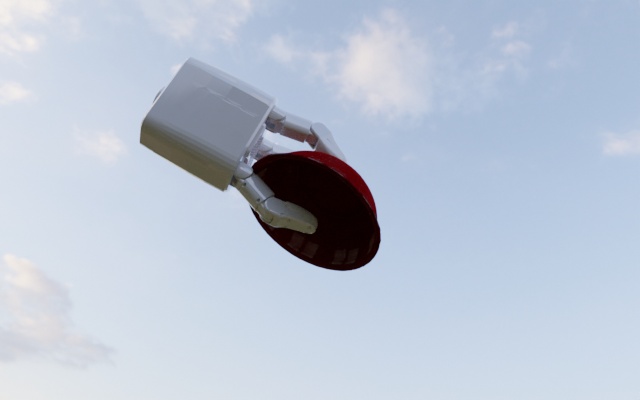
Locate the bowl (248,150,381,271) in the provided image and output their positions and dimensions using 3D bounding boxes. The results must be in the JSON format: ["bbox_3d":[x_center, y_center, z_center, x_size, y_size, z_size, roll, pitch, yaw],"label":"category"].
[{"bbox_3d":[0.001,0.002,0.522,0.162,0.162,0.055,0,38,36],"label":"bowl"}]
